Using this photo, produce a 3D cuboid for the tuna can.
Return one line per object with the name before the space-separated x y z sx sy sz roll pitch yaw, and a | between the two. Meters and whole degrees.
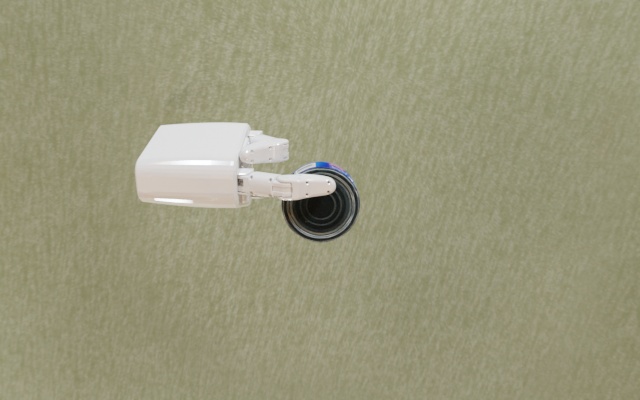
tuna can | 0.000 0.002 0.523 0.086 0.086 0.033 0 16 -2
